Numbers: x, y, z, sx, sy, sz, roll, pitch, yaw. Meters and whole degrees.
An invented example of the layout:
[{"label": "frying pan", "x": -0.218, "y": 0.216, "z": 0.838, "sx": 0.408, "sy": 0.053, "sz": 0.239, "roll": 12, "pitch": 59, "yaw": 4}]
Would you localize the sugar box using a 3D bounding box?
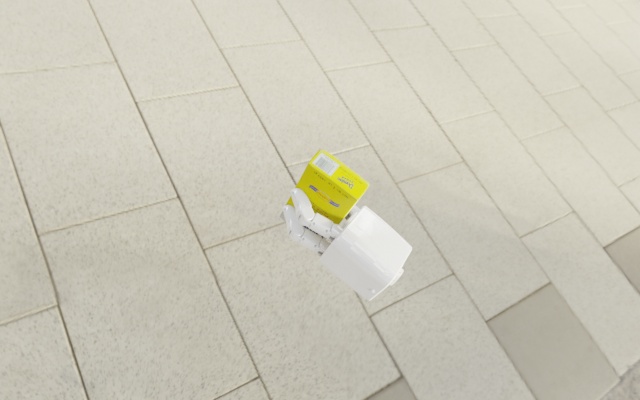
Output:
[{"label": "sugar box", "x": 0.000, "y": 0.003, "z": 0.767, "sx": 0.093, "sy": 0.048, "sz": 0.176, "roll": 37, "pitch": -37, "yaw": 4}]
